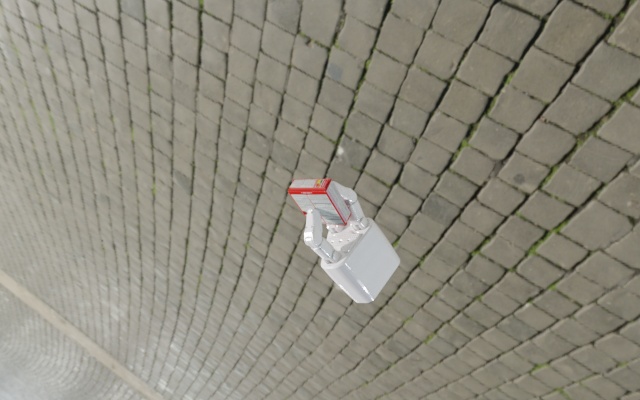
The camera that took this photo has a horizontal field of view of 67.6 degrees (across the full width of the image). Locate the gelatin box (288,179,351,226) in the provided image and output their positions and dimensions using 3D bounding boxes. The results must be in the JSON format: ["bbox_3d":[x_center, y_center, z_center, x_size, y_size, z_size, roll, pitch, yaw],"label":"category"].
[{"bbox_3d":[0.000,0.003,0.776,0.073,0.030,0.089,1,-39,34],"label":"gelatin box"}]
